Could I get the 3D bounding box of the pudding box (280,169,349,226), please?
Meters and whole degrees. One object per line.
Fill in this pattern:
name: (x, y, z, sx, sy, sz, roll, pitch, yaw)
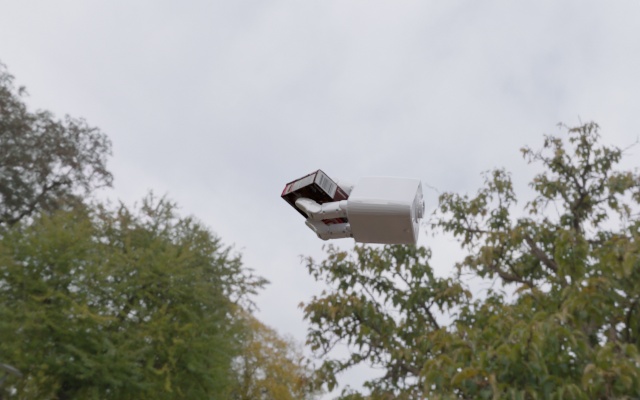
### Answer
pudding box: (0.000, 0.003, 0.848, 0.090, 0.039, 0.113, -22, -56, 41)
